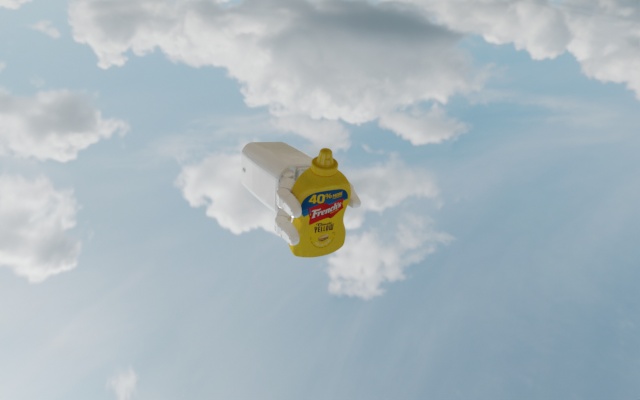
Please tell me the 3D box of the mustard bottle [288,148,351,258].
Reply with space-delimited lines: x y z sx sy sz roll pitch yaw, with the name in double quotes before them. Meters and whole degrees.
"mustard bottle" 0.000 0.003 0.762 0.096 0.192 0.058 -8 38 -18
